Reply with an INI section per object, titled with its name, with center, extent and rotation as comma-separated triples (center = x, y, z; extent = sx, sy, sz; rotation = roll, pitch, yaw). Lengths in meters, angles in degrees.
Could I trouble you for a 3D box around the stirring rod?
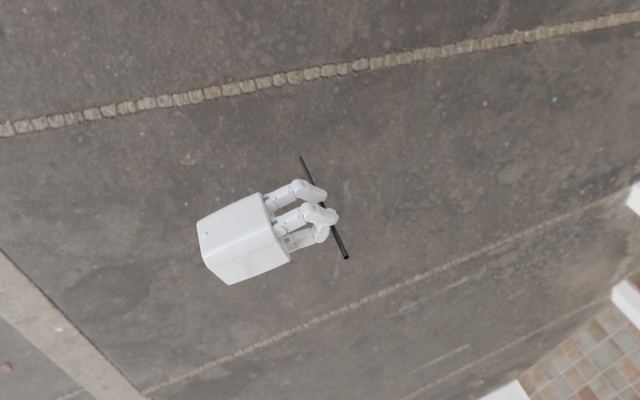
[stirring rod]
center = 0.000, 0.002, 0.742
extent = 0.011, 0.011, 0.239
rotation = 0, 39, -23
